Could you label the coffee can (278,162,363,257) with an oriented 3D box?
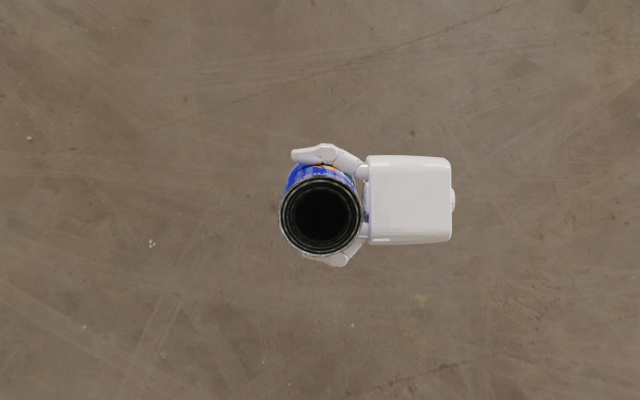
[{"bbox_3d":[0.000,0.002,0.634,0.103,0.103,0.140,0,15,0],"label":"coffee can"}]
